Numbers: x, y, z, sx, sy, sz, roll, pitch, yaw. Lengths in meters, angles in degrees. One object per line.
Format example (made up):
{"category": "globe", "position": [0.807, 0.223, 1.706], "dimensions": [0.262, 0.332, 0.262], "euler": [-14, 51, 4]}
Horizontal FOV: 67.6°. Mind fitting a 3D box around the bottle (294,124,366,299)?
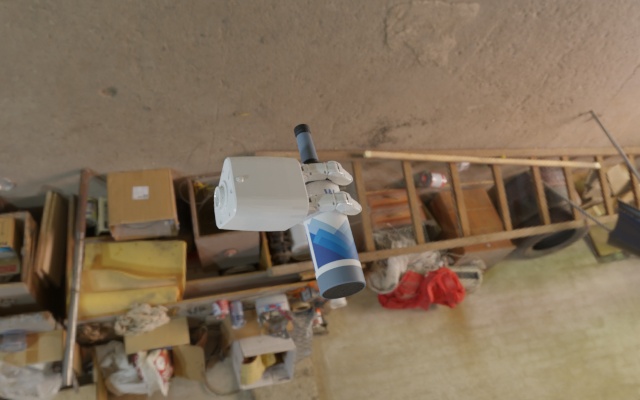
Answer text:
{"category": "bottle", "position": [0.000, 0.003, 0.743], "dimensions": [0.069, 0.295, 0.069], "euler": [-11, -29, -6]}
